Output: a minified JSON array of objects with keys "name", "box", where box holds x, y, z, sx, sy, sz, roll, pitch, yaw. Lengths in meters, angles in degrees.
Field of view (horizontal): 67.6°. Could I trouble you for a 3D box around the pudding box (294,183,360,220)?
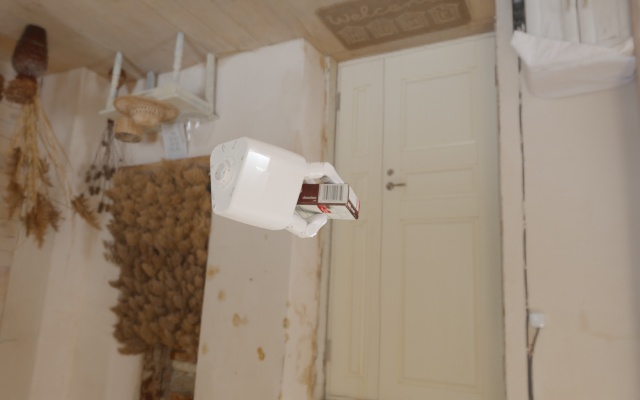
[{"name":"pudding box","box":[0.000,0.003,0.774,0.113,0.039,0.090,2,-15,17]}]
